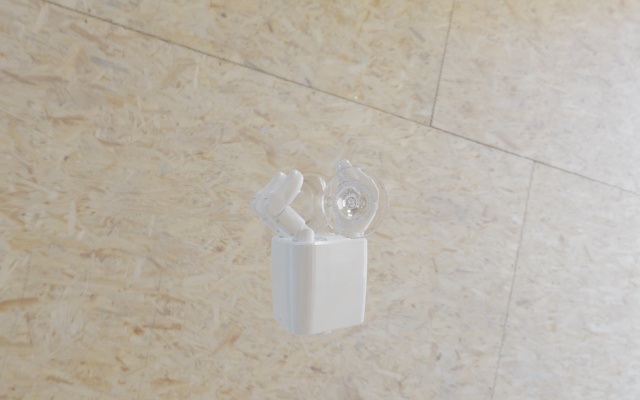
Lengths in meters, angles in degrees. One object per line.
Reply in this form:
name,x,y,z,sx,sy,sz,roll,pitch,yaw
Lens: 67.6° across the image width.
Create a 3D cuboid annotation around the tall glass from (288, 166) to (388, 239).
tall glass,0.000,0.002,0.576,0.079,0.079,0.201,0,1,-21
